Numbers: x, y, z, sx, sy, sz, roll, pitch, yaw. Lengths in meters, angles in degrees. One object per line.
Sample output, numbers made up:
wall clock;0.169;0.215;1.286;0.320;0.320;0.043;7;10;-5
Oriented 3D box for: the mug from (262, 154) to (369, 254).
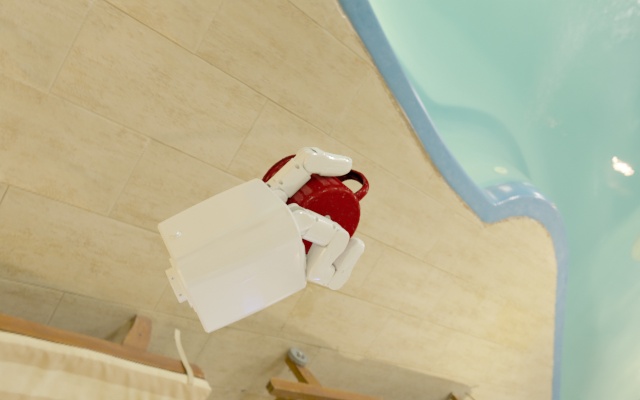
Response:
mug;0.001;0.001;0.517;0.117;0.093;0.081;-26;35;-17
